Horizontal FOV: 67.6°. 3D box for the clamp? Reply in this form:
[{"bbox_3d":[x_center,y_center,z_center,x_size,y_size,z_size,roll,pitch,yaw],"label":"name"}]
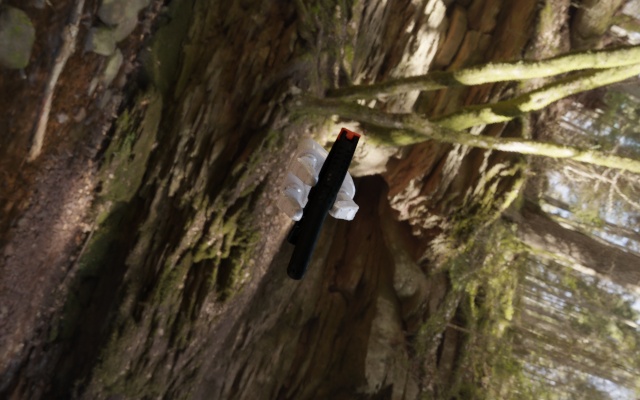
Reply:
[{"bbox_3d":[0.001,0.002,0.663,0.036,0.210,0.164,23,16,-9],"label":"clamp"}]
